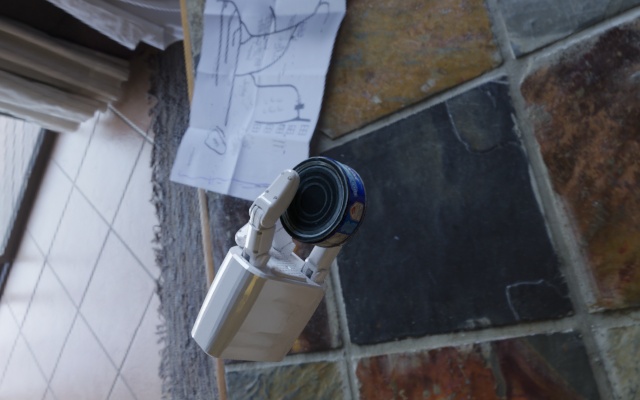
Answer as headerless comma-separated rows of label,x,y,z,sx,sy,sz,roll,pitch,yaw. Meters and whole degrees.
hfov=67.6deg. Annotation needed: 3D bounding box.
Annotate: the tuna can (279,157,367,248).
tuna can,0.000,0.001,0.462,0.086,0.086,0.034,0,-11,35
